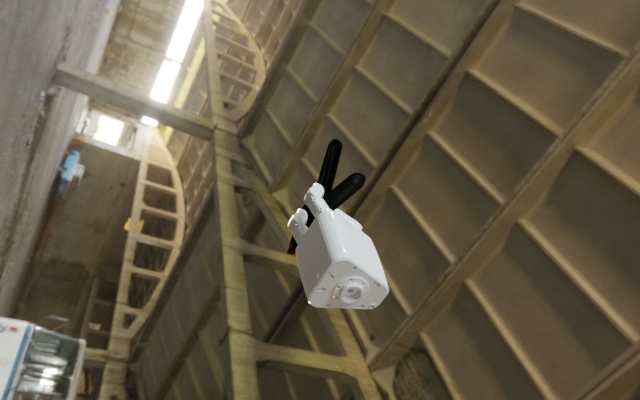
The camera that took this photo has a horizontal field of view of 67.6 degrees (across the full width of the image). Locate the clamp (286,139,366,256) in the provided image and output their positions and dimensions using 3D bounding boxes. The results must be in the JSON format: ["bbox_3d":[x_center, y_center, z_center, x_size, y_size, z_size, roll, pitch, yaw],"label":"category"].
[{"bbox_3d":[0.001,0.003,0.805,0.036,0.210,0.164,22,27,-21],"label":"clamp"}]
